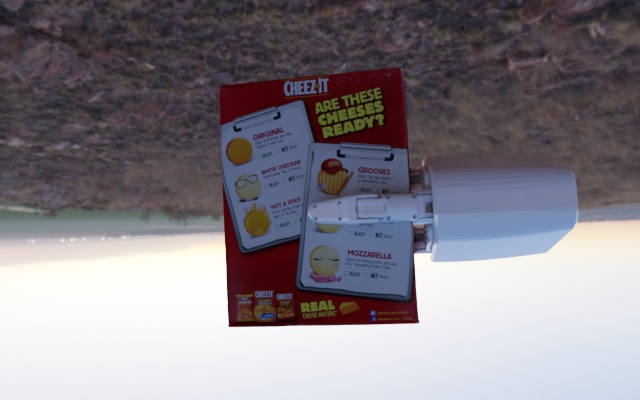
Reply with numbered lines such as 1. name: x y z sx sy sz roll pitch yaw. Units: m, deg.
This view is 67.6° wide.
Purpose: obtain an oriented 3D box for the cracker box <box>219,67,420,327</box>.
1. cracker box: 0.000 0.002 0.433 0.164 0.213 0.072 -4 -4 8
